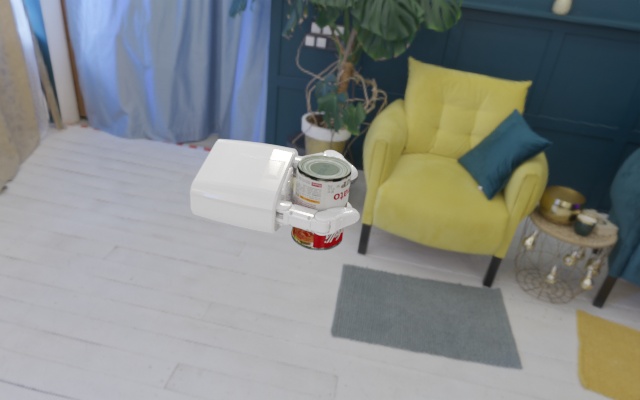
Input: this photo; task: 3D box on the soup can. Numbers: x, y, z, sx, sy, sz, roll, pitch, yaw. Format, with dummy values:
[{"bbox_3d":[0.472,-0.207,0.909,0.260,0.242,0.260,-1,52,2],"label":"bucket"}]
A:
[{"bbox_3d":[0.001,0.002,0.598,0.068,0.102,0.068,5,30,-3],"label":"soup can"}]
